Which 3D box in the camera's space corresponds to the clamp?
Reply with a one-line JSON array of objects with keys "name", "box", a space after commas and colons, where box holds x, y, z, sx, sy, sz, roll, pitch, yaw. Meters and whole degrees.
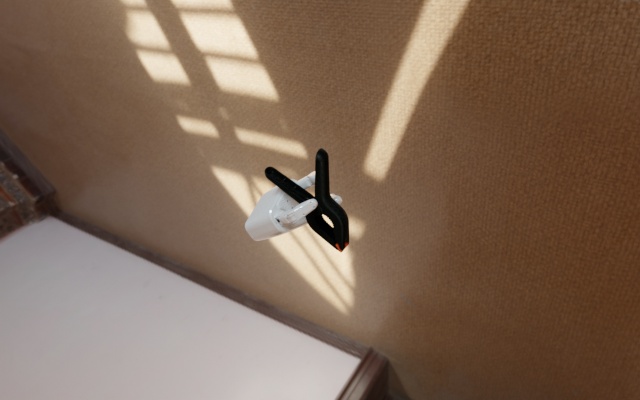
[{"name": "clamp", "box": [0.000, 0.004, 0.882, 0.164, 0.210, 0.036, -22, 17, 50]}]
